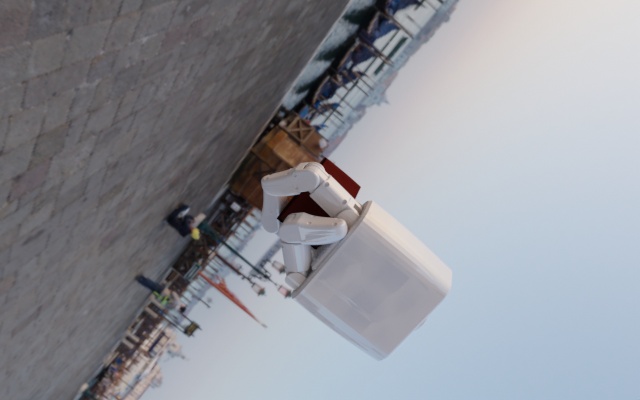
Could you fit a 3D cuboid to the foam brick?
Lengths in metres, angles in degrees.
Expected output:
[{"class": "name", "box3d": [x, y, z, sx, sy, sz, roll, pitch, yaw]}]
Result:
[{"class": "foam brick", "box3d": [0.000, 0.001, 0.491, 0.051, 0.053, 0.078, 38, 30, -3]}]
